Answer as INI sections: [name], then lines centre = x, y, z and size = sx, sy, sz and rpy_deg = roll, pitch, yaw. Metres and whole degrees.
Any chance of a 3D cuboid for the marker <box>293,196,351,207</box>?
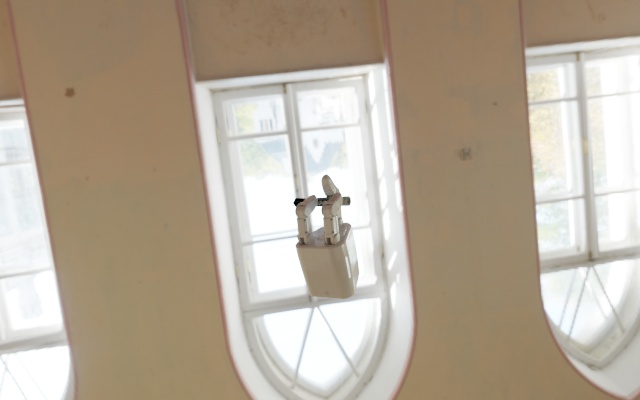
[marker]
centre = 0.000, 0.003, 0.886
size = 0.121, 0.020, 0.020
rpy_deg = -2, -1, 32
